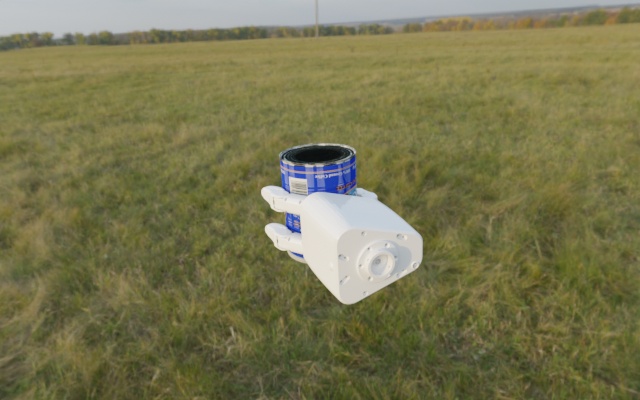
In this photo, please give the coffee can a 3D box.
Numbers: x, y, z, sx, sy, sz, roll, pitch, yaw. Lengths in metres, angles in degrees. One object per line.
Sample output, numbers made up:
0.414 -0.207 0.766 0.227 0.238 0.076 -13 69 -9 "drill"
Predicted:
0.000 0.002 0.654 0.103 0.140 0.102 -3 21 1 "coffee can"
